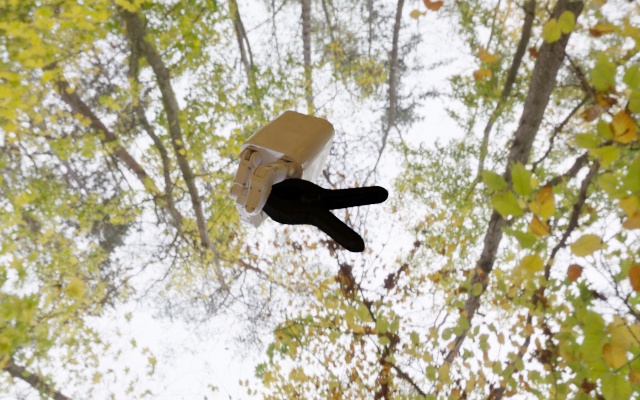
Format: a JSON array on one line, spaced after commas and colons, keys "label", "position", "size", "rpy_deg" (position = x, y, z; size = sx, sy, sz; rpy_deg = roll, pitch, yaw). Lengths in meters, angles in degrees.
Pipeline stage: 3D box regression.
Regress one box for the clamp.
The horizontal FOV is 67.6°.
[{"label": "clamp", "position": [0.000, 0.002, 0.601], "size": [0.171, 0.039, 0.120], "rpy_deg": [20, 35, 22]}]
